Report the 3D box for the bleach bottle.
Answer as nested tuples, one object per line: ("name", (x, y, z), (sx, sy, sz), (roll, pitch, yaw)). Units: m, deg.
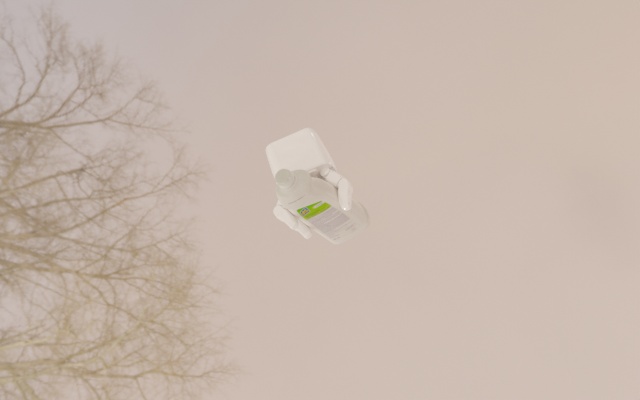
("bleach bottle", (0.000, 0.003, 0.894), (0.102, 0.068, 0.251), (-33, -35, 13))
